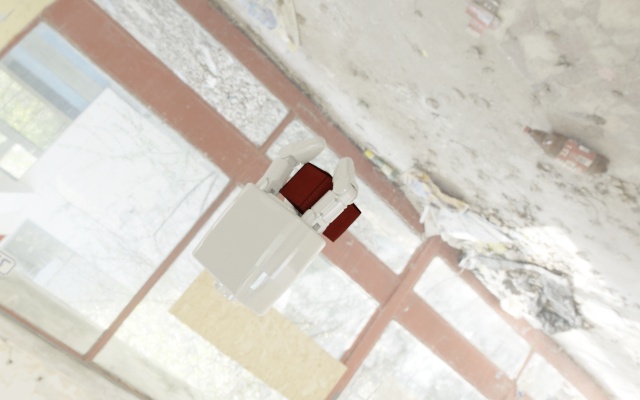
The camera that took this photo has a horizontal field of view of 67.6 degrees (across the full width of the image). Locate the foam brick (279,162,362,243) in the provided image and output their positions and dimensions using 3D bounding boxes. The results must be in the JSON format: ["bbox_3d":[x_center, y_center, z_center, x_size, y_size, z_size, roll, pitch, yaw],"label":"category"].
[{"bbox_3d":[0.000,0.002,0.564,0.078,0.051,0.053,48,-9,-38],"label":"foam brick"}]
